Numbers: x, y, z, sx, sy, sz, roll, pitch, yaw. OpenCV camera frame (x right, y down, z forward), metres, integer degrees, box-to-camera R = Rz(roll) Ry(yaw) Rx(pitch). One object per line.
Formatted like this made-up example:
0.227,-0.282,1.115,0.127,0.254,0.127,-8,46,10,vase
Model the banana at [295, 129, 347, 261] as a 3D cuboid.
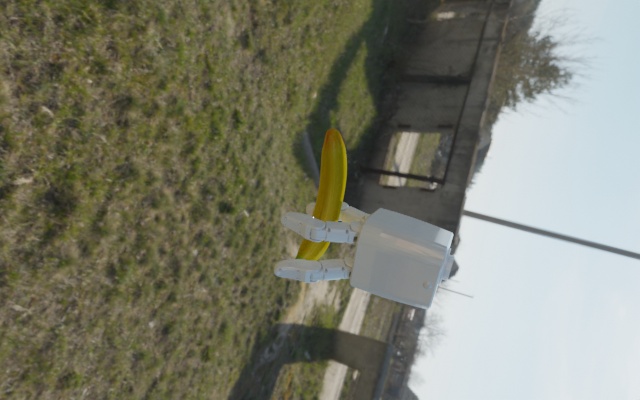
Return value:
0.006,0.004,0.634,0.037,0.198,0.069,19,11,19,banana
